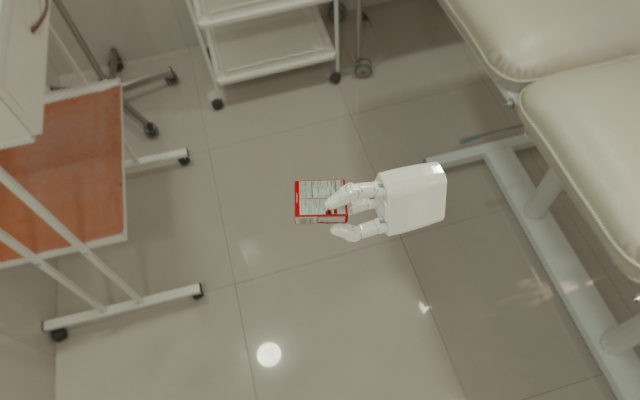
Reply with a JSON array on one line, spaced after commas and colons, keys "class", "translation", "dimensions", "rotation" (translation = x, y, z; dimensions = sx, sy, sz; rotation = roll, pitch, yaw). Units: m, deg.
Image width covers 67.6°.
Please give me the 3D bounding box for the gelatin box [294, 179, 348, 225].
[{"class": "gelatin box", "translation": [0.000, 0.002, 0.811], "dimensions": [0.089, 0.073, 0.030], "rotation": [-1, -32, -2]}]
